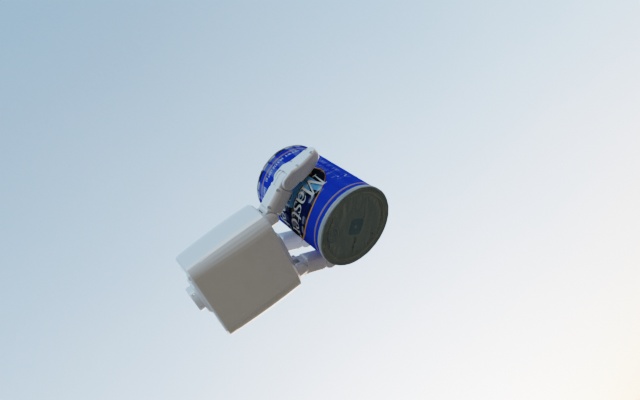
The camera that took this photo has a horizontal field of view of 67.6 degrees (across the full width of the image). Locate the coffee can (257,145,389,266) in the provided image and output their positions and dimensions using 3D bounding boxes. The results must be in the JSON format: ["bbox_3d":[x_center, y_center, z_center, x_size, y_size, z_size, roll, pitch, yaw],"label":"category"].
[{"bbox_3d":[0.000,0.002,0.597,0.103,0.103,0.140,0,25,-41],"label":"coffee can"}]
